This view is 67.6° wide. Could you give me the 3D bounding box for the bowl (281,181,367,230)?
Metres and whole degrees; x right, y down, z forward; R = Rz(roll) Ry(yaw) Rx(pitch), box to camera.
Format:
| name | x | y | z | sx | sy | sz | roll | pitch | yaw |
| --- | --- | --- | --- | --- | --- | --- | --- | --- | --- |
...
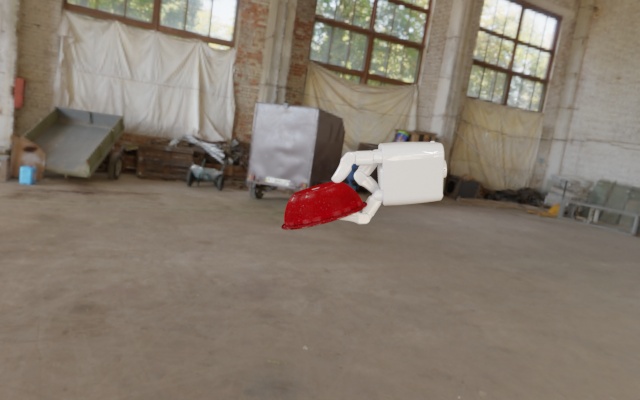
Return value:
| name | x | y | z | sx | sy | sz | roll | pitch | yaw |
| --- | --- | --- | --- | --- | --- | --- | --- | --- | --- |
| bowl | -0.001 | 0.003 | 0.860 | 0.162 | 0.055 | 0.162 | -16 | 7 | 2 |
